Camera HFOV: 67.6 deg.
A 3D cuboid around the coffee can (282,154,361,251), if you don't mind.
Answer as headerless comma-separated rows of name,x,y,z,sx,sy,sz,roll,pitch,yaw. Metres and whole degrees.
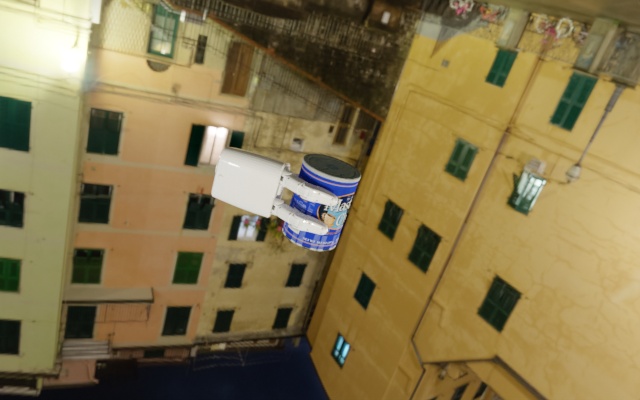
coffee can,0.000,0.003,0.834,0.103,0.140,0.102,16,22,-7
